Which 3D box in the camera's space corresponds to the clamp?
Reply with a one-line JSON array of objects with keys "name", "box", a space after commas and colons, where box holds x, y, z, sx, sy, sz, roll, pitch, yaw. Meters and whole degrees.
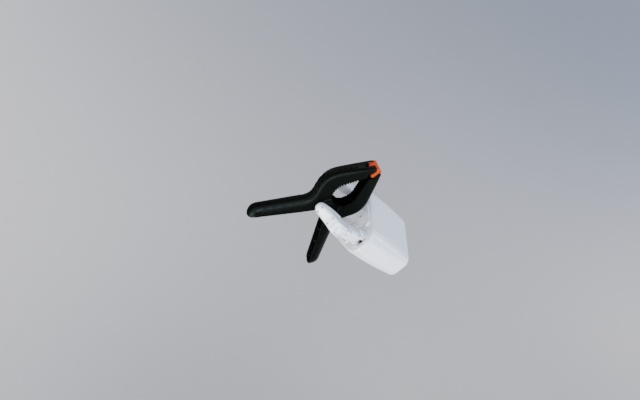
[{"name": "clamp", "box": [0.001, 0.003, 0.750, 0.165, 0.210, 0.036, 35, 23, -35]}]
